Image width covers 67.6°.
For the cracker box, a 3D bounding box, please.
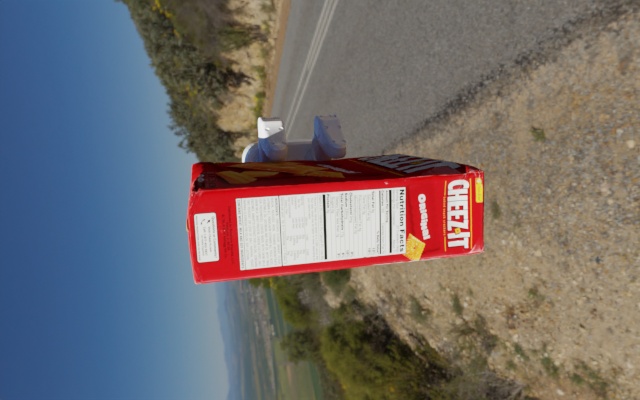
[{"bbox_3d":[0.000,0.002,0.403,0.213,0.072,0.164,-5,11,-13],"label":"cracker box"}]
